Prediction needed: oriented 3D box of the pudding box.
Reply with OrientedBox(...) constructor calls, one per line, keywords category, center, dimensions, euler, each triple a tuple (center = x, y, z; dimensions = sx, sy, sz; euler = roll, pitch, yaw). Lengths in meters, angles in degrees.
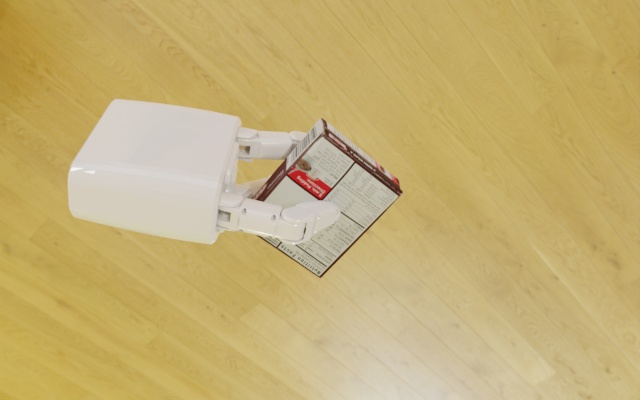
OrientedBox(category="pudding box", center=(0.000, 0.001, 0.414), dimensions=(0.090, 0.113, 0.039), euler=(36, 22, -18))
